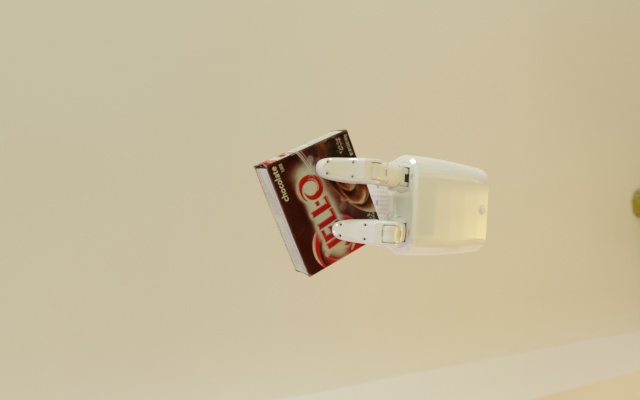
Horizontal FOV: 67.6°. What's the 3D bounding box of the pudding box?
[{"bbox_3d":[0.000,0.001,0.451,0.090,0.113,0.039,-28,13,-26],"label":"pudding box"}]
